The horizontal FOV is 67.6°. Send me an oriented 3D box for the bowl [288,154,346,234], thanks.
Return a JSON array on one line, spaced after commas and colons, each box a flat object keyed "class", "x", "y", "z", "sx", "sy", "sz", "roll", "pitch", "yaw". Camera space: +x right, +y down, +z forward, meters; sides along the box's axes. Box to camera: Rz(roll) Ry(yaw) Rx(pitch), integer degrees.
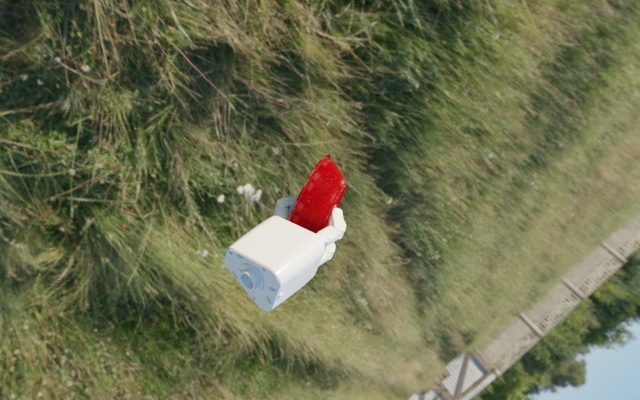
[{"class": "bowl", "x": 0.001, "y": 0.002, "z": 0.831, "sx": 0.055, "sy": 0.162, "sz": 0.162, "roll": 27, "pitch": 3, "yaw": 7}]
